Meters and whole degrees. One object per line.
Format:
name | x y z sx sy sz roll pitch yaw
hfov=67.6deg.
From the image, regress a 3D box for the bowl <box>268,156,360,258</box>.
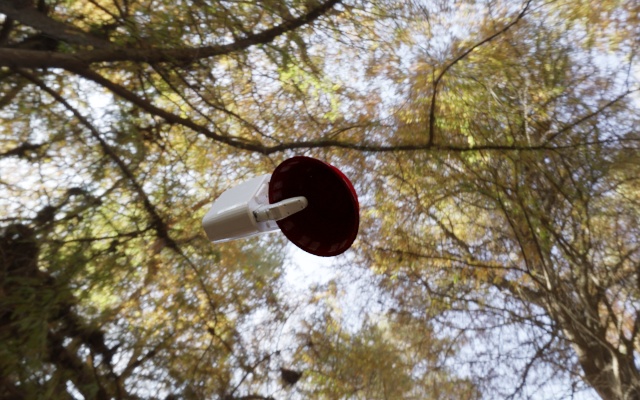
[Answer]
bowl | 0.001 0.002 0.719 0.162 0.162 0.055 0 22 37
